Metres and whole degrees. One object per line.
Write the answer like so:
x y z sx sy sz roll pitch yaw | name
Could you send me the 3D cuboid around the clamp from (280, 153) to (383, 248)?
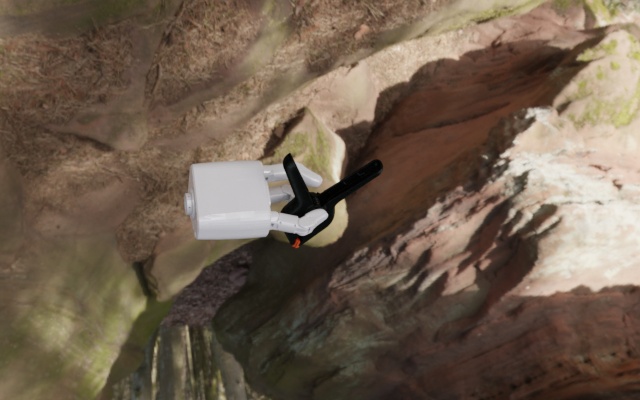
0.000 0.003 0.765 0.164 0.036 0.210 -3 -40 -22 | clamp
